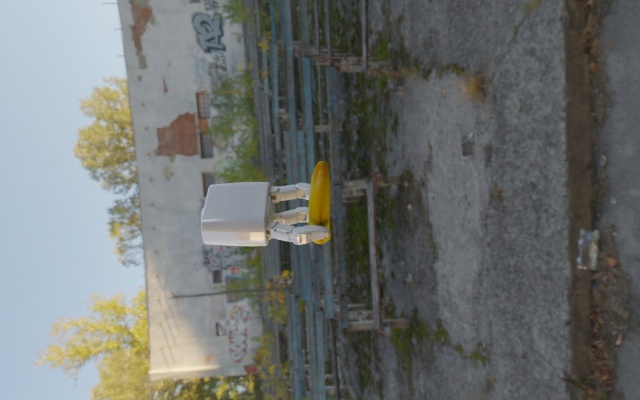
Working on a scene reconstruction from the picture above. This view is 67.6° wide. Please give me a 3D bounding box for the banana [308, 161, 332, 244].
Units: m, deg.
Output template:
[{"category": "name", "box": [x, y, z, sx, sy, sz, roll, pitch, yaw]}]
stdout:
[{"category": "banana", "box": [-0.001, 0.020, 0.800, 0.037, 0.069, 0.198, 2, -35, 3]}]
